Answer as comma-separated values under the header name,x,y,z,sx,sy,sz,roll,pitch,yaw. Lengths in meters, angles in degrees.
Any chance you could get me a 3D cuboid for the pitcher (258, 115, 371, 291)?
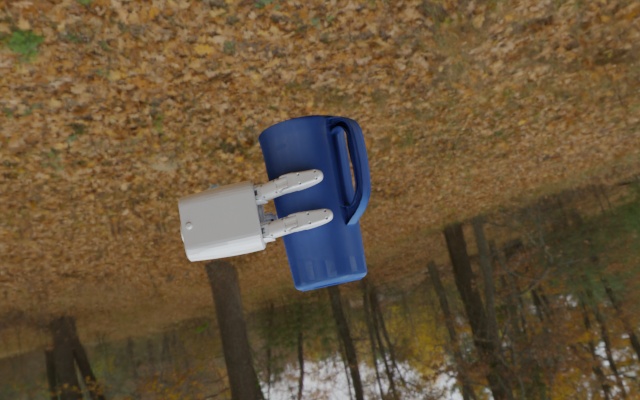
name,x,y,z,sx,sy,sz,roll,pitch,yaw
pitcher,0.000,0.002,0.703,0.145,0.242,0.149,-11,-10,-4
